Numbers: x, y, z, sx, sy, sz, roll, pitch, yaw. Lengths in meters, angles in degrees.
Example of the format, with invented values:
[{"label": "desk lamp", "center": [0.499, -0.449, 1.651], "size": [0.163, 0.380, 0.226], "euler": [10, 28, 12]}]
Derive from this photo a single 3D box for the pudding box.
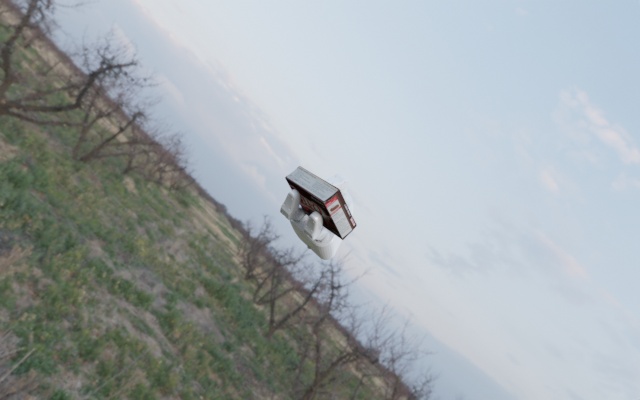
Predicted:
[{"label": "pudding box", "center": [0.000, 0.002, 0.775], "size": [0.039, 0.090, 0.113], "euler": [-43, 42, -16]}]
